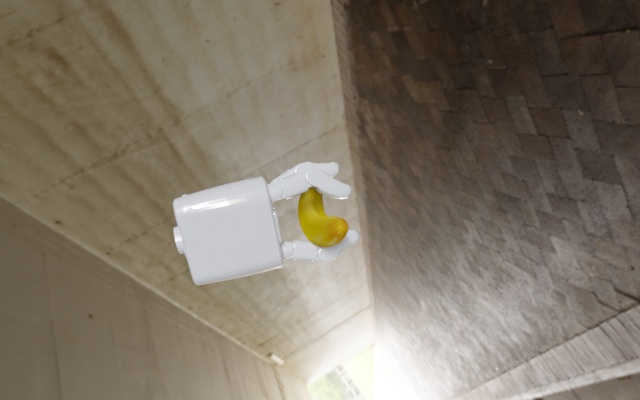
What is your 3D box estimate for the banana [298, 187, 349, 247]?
[{"bbox_3d":[-0.003,0.018,0.601,0.037,0.070,0.197,4,22,-13],"label":"banana"}]
